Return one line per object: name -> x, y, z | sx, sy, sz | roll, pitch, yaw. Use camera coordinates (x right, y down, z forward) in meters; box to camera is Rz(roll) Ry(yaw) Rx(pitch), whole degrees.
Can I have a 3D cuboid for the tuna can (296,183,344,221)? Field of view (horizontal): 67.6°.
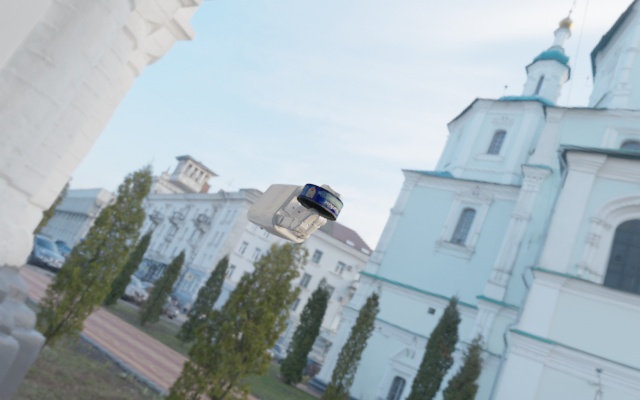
tuna can -> 0.000, 0.002, 0.896 | 0.086, 0.033, 0.086 | 28, -13, 7
